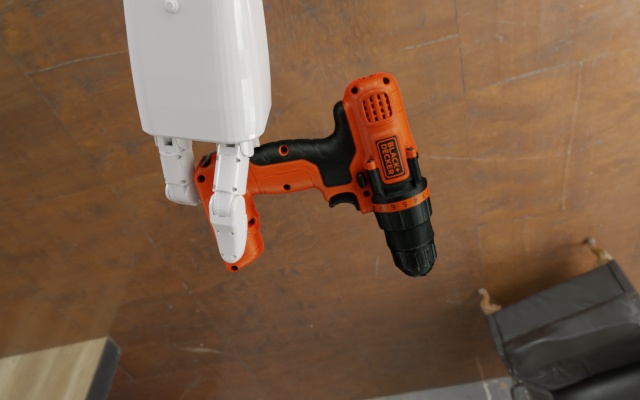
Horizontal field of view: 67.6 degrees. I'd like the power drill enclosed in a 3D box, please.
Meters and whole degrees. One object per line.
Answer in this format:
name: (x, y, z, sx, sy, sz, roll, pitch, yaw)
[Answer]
power drill: (0.000, 0.001, 0.419, 0.187, 0.184, 0.057, -16, 14, 3)
